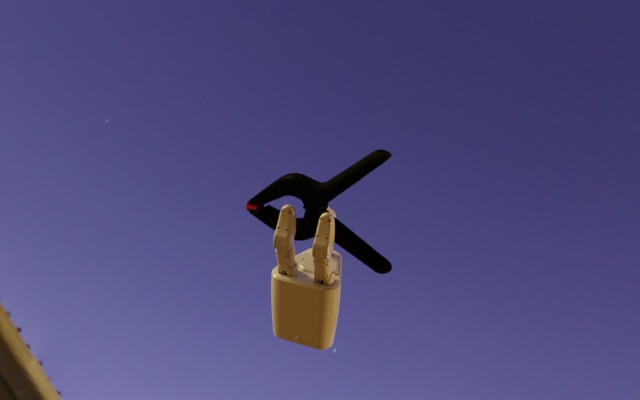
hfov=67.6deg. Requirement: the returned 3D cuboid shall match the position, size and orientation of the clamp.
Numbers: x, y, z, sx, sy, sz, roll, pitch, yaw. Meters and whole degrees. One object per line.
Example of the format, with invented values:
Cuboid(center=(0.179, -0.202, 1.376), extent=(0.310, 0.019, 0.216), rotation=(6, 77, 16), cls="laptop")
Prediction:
Cuboid(center=(0.000, 0.002, 0.633), extent=(0.210, 0.165, 0.036), rotation=(11, 21, 18), cls="clamp")
